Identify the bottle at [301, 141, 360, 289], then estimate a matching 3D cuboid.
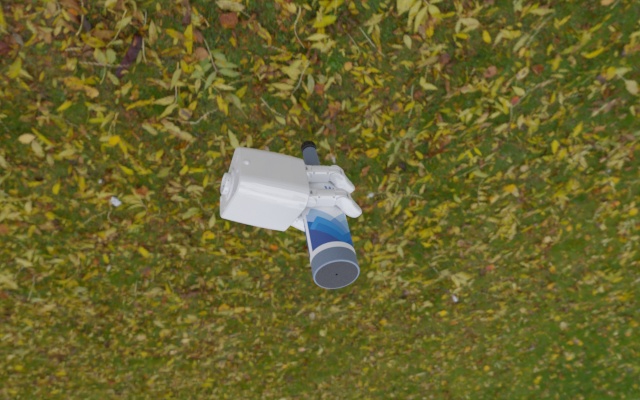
[{"bbox_3d":[0.000,0.003,0.773,0.069,0.069,0.295,0,44,-12],"label":"bottle"}]
